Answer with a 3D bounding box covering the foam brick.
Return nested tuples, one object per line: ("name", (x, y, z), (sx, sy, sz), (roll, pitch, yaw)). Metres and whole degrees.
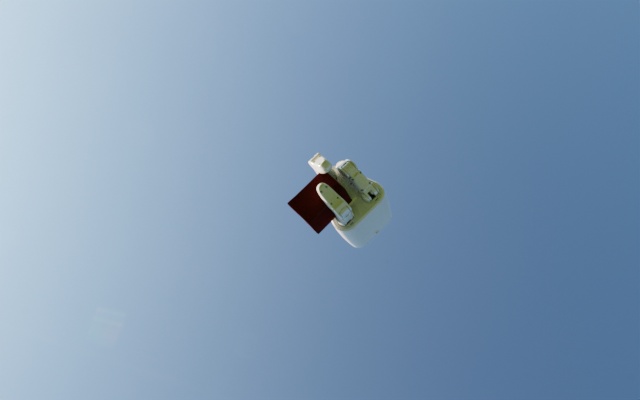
("foam brick", (0.000, 0.002, 0.731), (0.053, 0.078, 0.051), (44, -5, 27))
